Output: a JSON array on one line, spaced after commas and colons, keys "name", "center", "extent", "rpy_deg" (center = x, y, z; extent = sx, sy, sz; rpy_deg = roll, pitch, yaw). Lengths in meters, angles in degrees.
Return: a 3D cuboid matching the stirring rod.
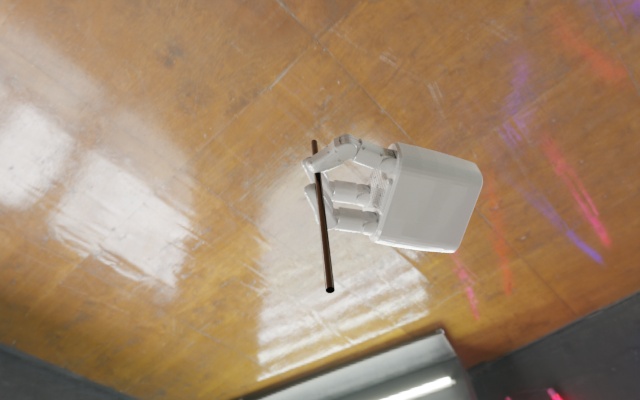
[{"name": "stirring rod", "center": [0.000, 0.002, 0.492], "extent": [0.011, 0.011, 0.239], "rpy_deg": [0, 37, -5]}]
